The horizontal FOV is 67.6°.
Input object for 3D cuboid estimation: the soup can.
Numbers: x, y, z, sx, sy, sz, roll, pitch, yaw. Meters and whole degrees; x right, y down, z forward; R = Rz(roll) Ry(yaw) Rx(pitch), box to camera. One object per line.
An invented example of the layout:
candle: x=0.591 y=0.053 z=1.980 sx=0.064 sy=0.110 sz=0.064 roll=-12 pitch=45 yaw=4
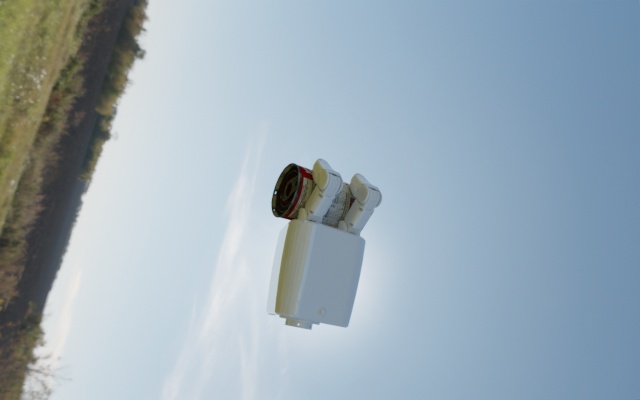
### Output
soup can: x=0.000 y=0.002 z=0.588 sx=0.102 sy=0.068 sz=0.068 roll=19 pitch=-9 yaw=-27
